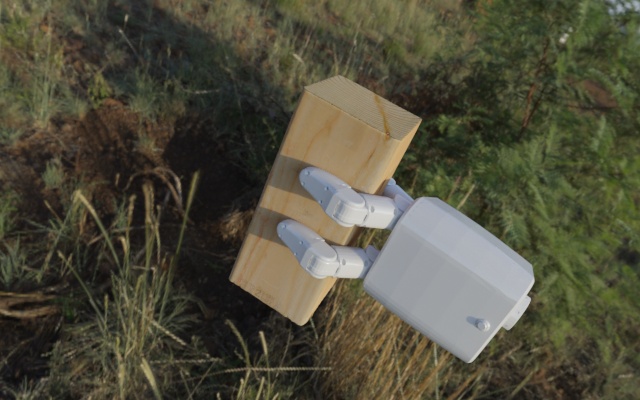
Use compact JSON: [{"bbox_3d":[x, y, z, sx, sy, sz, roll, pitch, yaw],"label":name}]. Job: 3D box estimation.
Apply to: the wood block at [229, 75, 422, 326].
[{"bbox_3d":[0.001,0.001,0.448,0.090,0.206,0.090,31,29,10],"label":"wood block"}]
